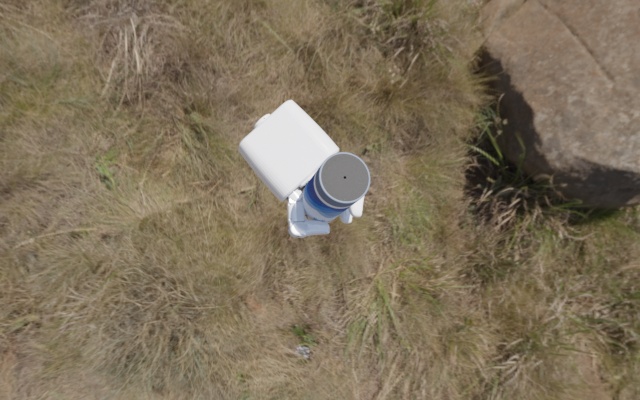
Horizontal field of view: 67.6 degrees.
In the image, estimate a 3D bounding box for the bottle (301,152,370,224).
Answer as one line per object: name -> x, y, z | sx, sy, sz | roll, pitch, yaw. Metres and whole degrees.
bottle -> 0.000, 0.002, 0.734 | 0.069, 0.069, 0.296 | 0, -12, -12
